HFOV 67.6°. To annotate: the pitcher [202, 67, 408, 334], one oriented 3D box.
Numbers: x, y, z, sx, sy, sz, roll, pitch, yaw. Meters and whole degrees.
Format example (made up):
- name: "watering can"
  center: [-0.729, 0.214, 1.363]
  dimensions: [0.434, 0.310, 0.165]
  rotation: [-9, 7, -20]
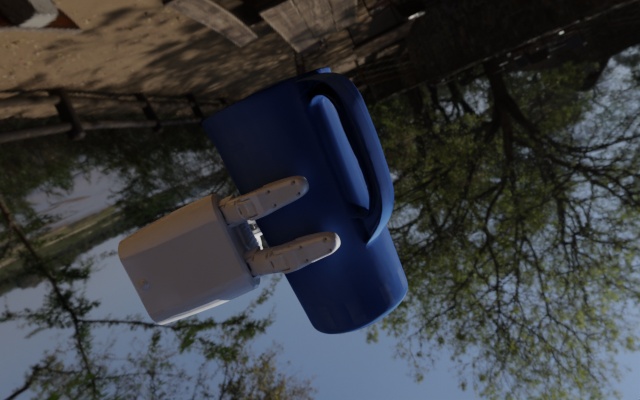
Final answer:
- name: "pitcher"
  center: [0.000, 0.002, 0.466]
  dimensions: [0.145, 0.243, 0.149]
  rotation: [-24, 9, 5]
